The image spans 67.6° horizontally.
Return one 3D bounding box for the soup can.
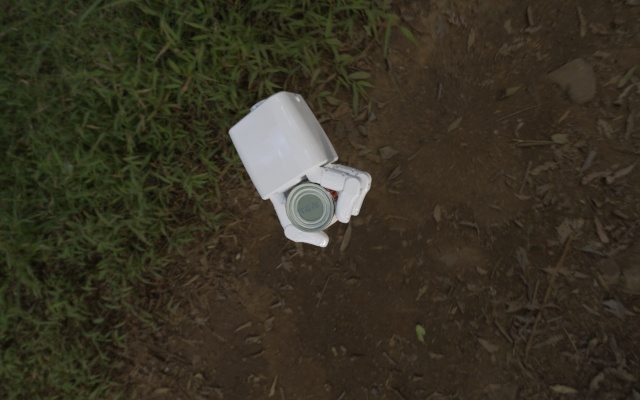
[{"bbox_3d":[0.000,0.003,0.651,0.068,0.068,0.102,0,8,16],"label":"soup can"}]
